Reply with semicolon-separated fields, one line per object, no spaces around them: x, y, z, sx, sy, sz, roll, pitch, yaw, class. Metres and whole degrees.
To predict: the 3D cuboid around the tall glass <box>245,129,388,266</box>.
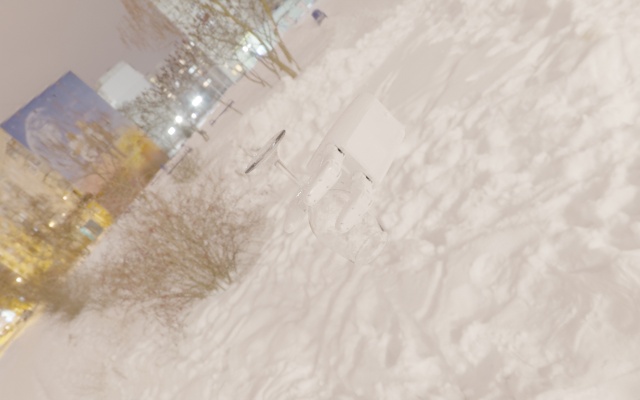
0.000;0.002;0.627;0.201;0.079;0.079;43;-15;-17;tall glass
